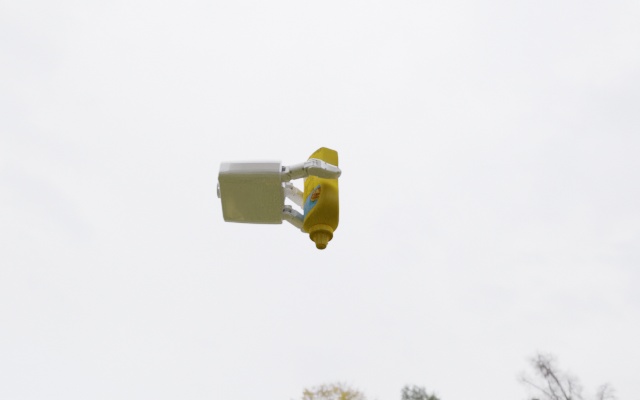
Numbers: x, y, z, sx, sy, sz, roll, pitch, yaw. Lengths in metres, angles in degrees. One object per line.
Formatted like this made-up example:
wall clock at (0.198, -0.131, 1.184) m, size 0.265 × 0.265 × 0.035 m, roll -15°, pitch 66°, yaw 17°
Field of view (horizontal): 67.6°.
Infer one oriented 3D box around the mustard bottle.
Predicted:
mustard bottle at (0.000, 0.003, 0.833) m, size 0.058 × 0.191 × 0.096 m, roll 16°, pitch -43°, yaw -18°
